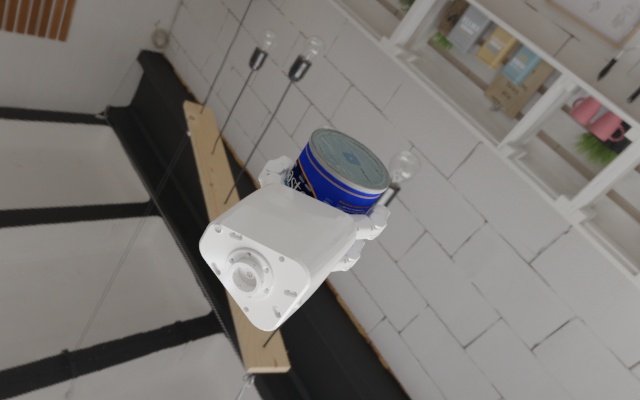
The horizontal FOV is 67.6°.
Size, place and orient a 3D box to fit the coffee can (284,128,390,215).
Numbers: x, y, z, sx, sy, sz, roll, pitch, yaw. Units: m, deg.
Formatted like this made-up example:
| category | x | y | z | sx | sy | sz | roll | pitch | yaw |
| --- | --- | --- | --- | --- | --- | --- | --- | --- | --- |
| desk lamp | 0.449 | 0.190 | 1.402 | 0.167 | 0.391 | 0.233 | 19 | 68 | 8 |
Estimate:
| category | x | y | z | sx | sy | sz | roll | pitch | yaw |
| --- | --- | --- | --- | --- | --- | --- | --- | --- | --- |
| coffee can | 0.000 | 0.002 | 0.561 | 0.103 | 0.140 | 0.102 | 25 | 32 | -17 |
